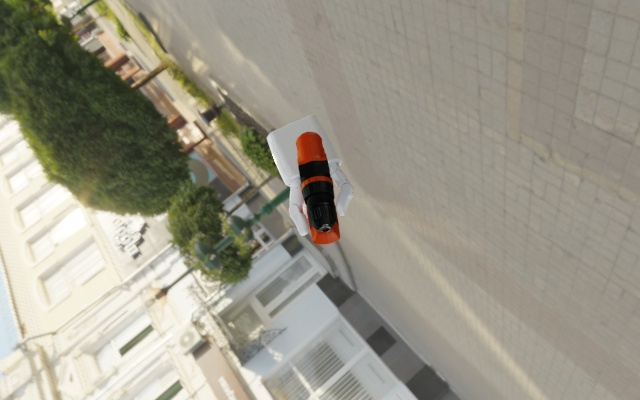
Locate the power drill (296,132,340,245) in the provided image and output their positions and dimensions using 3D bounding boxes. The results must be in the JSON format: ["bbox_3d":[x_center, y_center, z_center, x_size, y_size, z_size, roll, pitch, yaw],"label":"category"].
[{"bbox_3d":[0.000,0.003,0.821,0.057,0.184,0.188,-8,-32,0],"label":"power drill"}]
